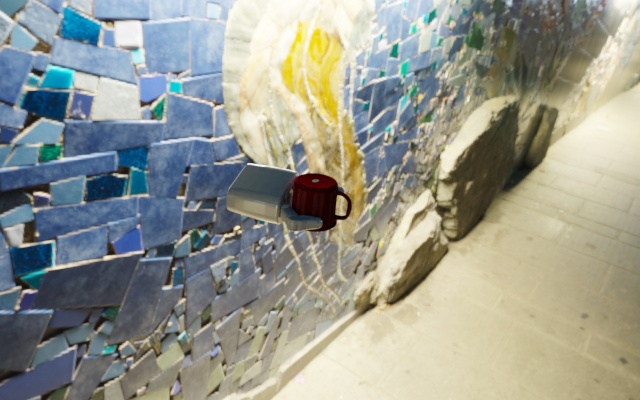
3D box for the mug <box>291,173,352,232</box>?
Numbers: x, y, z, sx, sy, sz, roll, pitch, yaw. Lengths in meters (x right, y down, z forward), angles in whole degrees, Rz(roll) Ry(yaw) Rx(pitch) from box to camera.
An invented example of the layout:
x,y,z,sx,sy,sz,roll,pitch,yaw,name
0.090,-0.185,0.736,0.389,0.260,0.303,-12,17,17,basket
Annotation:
x,y,z,sx,sy,sz,roll,pitch,yaw,name
0.002,0.003,0.877,0.117,0.081,0.093,12,26,12,mug
